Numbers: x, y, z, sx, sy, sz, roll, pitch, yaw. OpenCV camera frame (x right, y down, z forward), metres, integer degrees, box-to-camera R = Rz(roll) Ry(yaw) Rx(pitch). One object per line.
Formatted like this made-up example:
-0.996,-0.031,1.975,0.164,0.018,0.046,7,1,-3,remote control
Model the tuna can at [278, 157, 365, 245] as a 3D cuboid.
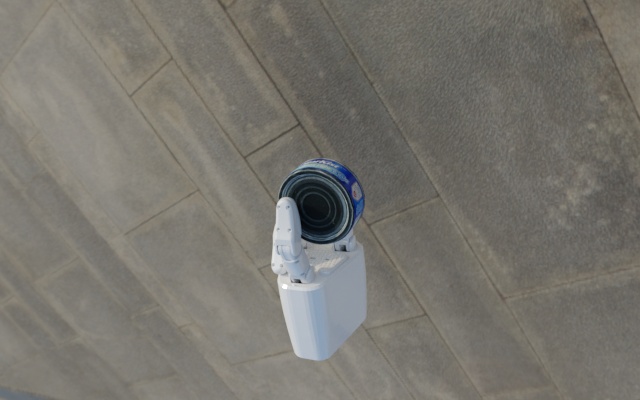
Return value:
0.000,0.002,0.490,0.086,0.086,0.033,0,23,25,tuna can
